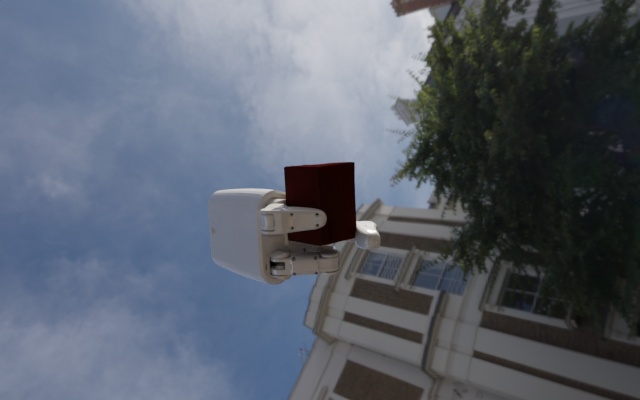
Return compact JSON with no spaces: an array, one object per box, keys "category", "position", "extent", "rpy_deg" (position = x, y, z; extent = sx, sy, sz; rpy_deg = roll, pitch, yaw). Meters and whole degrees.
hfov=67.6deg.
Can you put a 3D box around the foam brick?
[{"category":"foam brick","position":[0.000,0.001,0.478],"extent":[0.053,0.078,0.051],"rpy_deg":[-8,9,-42]}]
